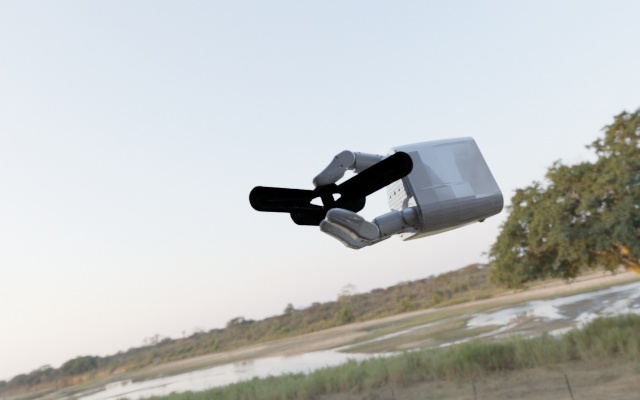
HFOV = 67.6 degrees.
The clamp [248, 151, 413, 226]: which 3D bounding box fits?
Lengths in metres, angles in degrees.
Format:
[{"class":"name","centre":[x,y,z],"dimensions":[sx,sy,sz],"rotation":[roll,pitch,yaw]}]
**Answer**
[{"class":"clamp","centre":[0.000,0.001,0.548],"dimensions":[0.164,0.036,0.210],"rotation":[-11,-13,-10]}]
